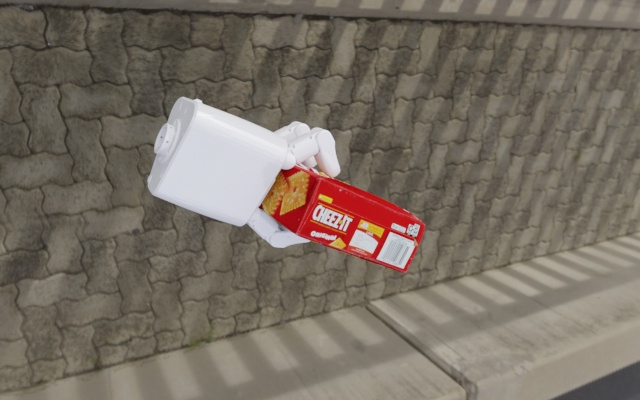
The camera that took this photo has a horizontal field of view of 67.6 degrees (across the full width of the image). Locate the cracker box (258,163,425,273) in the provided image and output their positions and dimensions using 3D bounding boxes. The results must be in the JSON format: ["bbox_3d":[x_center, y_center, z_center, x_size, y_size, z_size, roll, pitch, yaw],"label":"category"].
[{"bbox_3d":[0.000,0.002,0.595,0.164,0.072,0.213,22,4,-33],"label":"cracker box"}]
